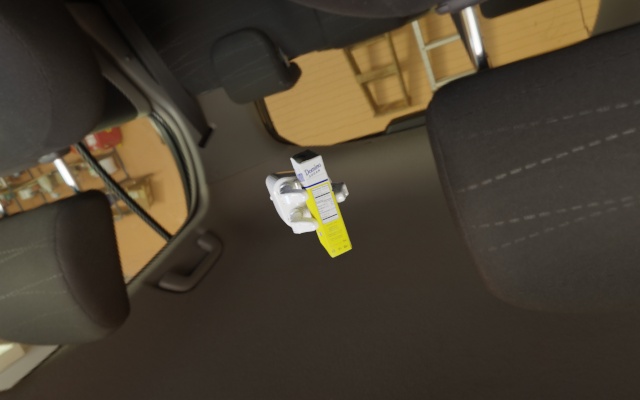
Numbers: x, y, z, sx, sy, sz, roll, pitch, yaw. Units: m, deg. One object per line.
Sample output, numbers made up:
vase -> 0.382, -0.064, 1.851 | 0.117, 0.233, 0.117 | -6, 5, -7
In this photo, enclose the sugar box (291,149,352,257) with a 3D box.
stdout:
sugar box -> 0.000, 0.003, 0.839 | 0.048, 0.176, 0.093 | -24, 17, -8
